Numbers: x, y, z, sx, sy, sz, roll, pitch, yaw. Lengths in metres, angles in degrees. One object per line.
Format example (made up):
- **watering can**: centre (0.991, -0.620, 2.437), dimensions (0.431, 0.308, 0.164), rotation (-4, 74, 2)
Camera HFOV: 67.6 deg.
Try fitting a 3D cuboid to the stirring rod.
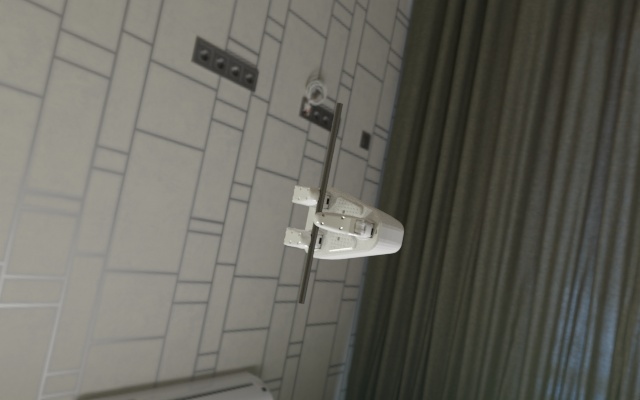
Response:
- **stirring rod**: centre (0.000, 0.002, 0.564), dimensions (0.011, 0.239, 0.011), rotation (11, -4, 1)
